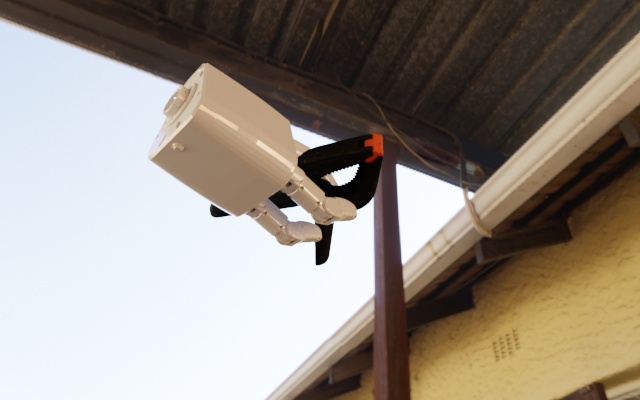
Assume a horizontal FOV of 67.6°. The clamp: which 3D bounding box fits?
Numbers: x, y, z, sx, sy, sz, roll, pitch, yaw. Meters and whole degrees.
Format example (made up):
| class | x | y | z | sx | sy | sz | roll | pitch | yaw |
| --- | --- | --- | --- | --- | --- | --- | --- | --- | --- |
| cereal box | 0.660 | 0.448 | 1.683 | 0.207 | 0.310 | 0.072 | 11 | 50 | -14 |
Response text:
| class | x | y | z | sx | sy | sz | roll | pitch | yaw |
| --- | --- | --- | --- | --- | --- | --- | --- | --- | --- |
| clamp | 0.000 | 0.001 | 0.529 | 0.165 | 0.036 | 0.210 | 34 | -49 | -31 |
